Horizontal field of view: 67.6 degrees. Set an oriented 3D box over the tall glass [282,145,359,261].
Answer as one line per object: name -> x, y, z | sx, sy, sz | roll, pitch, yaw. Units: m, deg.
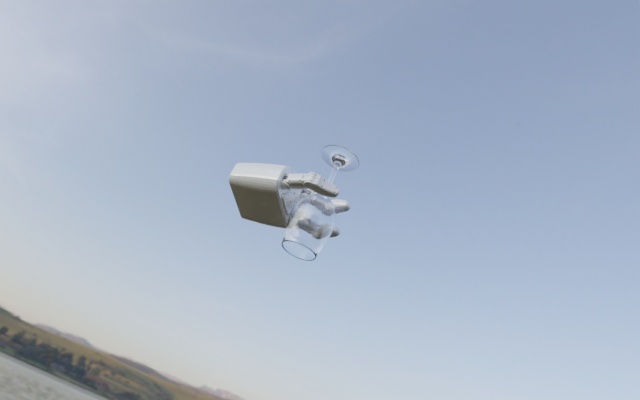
tall glass -> 0.000, 0.002, 0.823 | 0.079, 0.201, 0.079 | 18, -30, 11
